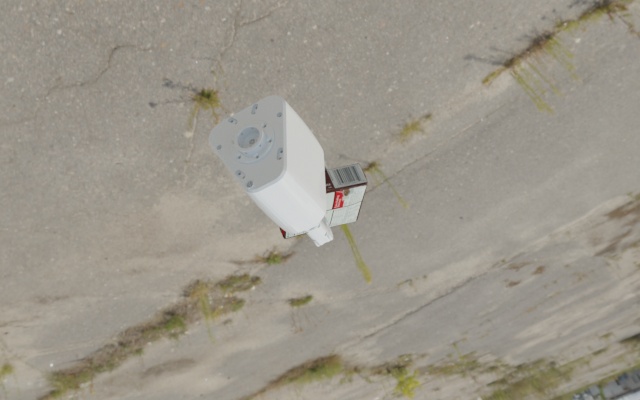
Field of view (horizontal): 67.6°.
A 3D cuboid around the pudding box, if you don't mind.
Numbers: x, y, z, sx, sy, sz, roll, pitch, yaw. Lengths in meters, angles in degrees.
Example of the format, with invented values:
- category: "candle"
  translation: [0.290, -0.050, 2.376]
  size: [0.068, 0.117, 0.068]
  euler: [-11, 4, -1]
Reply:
- category: "pudding box"
  translation: [0.000, 0.002, 0.632]
  size: [0.113, 0.039, 0.090]
  euler: [-11, -33, -15]
